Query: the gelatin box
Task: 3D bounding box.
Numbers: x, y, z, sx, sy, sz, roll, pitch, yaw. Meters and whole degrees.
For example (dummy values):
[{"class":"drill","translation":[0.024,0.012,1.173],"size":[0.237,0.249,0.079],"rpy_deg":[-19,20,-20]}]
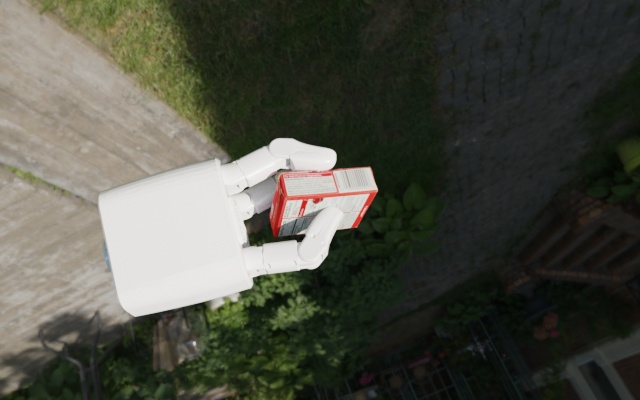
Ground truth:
[{"class":"gelatin box","translation":[0.001,0.002,0.450],"size":[0.089,0.030,0.073],"rpy_deg":[-5,-29,-16]}]
